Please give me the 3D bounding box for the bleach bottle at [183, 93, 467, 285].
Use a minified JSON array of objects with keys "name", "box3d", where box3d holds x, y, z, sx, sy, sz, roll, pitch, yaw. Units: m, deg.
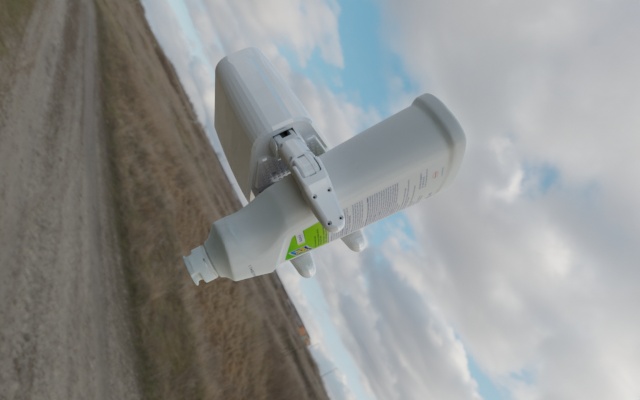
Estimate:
[{"name":"bleach bottle","box3d":[0.000,0.001,0.418,0.251,0.068,0.103,-26,-28,-10]}]
